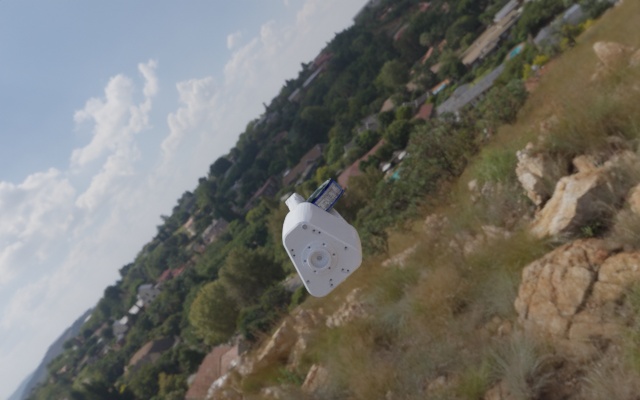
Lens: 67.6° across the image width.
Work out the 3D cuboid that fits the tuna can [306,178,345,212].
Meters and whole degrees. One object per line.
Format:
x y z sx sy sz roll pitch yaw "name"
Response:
0.000 0.002 0.822 0.034 0.086 0.086 44 -6 -6 "tuna can"
